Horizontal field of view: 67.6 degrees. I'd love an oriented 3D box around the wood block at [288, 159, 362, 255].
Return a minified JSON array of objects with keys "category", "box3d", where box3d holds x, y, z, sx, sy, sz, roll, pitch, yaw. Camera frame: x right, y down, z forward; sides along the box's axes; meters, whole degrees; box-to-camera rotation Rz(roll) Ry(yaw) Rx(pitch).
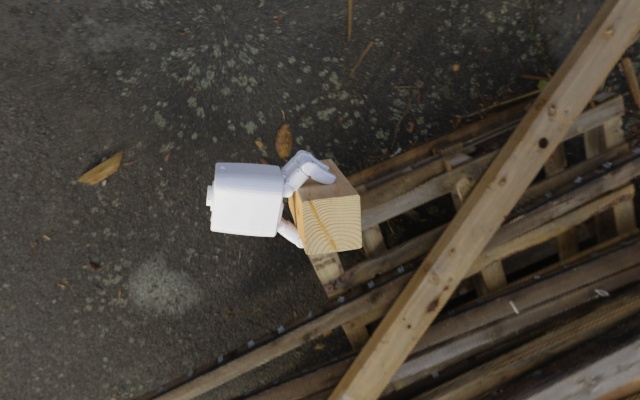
[{"category":"wood block","box3d":[0.000,0.003,0.807,0.090,0.091,0.206,-7,21,-8]}]
